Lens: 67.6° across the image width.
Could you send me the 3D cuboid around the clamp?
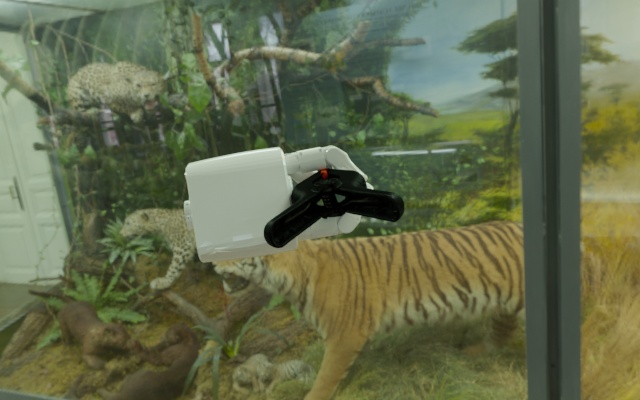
[{"bbox_3d":[0.000,0.001,0.466,0.120,0.039,0.171,-10,13,-8],"label":"clamp"}]
